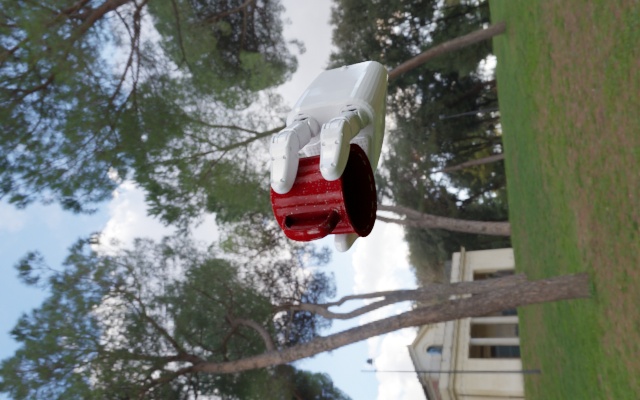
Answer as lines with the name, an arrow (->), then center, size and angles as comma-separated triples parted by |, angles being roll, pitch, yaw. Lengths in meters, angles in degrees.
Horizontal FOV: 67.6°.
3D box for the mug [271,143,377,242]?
mug -> -0.001, 0.003, 0.473 | 0.081, 0.093, 0.117 | -7, 34, 26
